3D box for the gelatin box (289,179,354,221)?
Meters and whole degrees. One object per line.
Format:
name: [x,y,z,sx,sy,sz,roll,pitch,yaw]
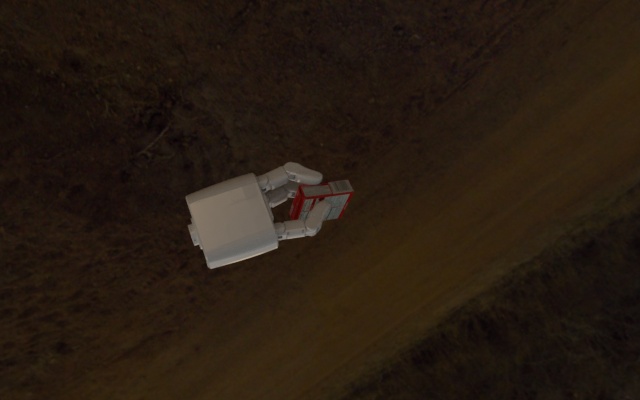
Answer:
gelatin box: [0.001,0.003,0.760,0.089,0.030,0.073,-8,-34,-23]
